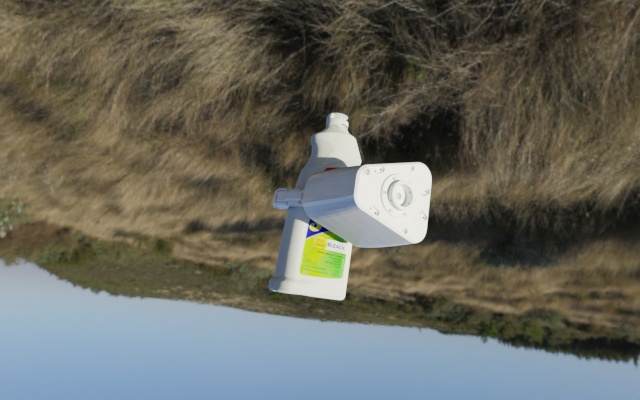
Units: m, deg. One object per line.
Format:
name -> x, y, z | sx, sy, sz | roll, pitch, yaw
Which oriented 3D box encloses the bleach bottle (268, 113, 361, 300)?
bleach bottle -> 0.000, 0.002, 0.646 | 0.102, 0.250, 0.068 | 14, -12, -28
